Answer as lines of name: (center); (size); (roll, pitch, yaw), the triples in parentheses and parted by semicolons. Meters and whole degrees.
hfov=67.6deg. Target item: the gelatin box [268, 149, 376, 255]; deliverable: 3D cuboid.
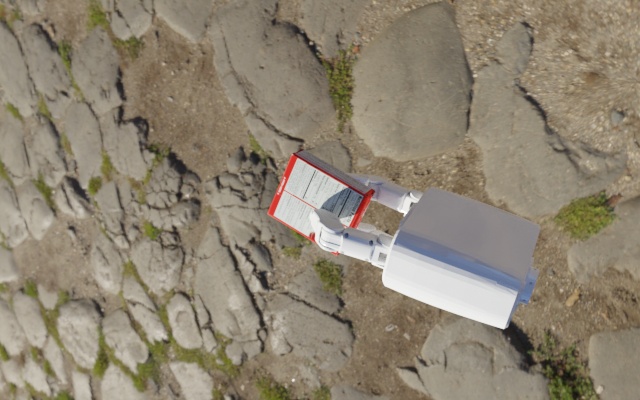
gelatin box: (0.000, 0.002, 0.481); (0.089, 0.073, 0.030); (30, 25, 13)
